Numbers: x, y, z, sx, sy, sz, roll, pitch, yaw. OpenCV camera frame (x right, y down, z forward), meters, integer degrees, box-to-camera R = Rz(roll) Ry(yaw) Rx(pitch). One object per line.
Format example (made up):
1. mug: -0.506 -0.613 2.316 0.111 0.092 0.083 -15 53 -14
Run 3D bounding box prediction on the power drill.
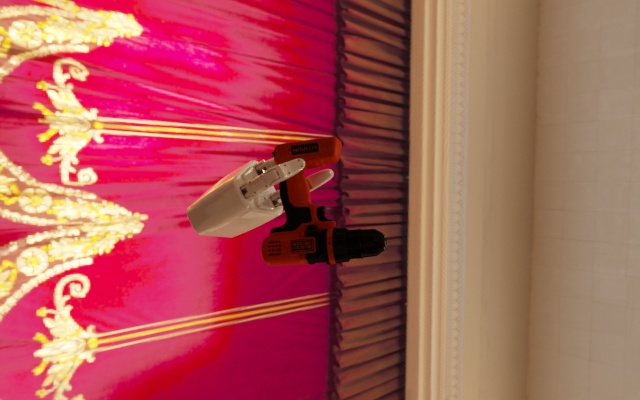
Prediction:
1. power drill: 0.000 0.002 0.712 0.184 0.187 0.057 -6 -17 9
